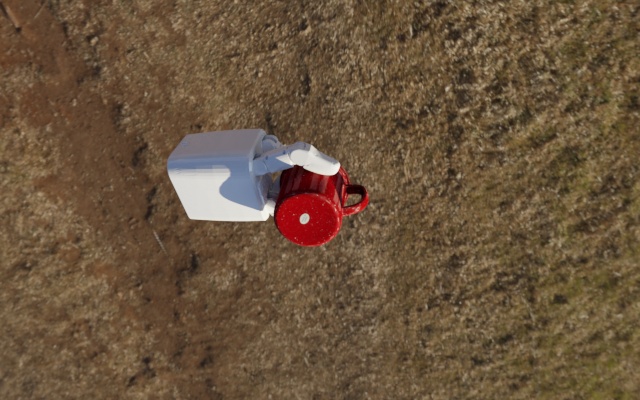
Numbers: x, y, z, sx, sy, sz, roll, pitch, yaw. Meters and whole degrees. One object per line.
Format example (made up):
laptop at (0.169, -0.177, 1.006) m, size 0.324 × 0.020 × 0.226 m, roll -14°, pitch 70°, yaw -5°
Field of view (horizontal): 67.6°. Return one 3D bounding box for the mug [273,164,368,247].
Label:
mug at (0.002, 0.002, 0.585) m, size 0.117 × 0.093 × 0.081 m, roll -1°, pitch 32°, yaw 8°
